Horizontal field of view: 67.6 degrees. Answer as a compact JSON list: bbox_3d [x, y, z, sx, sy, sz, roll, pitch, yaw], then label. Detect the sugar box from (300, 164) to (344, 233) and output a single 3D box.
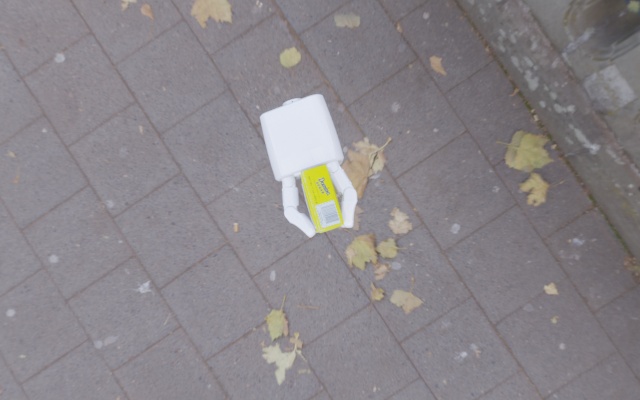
[{"bbox_3d":[0.001,0.002,0.759,0.048,0.093,0.176,-16,-2,0],"label":"sugar box"}]
